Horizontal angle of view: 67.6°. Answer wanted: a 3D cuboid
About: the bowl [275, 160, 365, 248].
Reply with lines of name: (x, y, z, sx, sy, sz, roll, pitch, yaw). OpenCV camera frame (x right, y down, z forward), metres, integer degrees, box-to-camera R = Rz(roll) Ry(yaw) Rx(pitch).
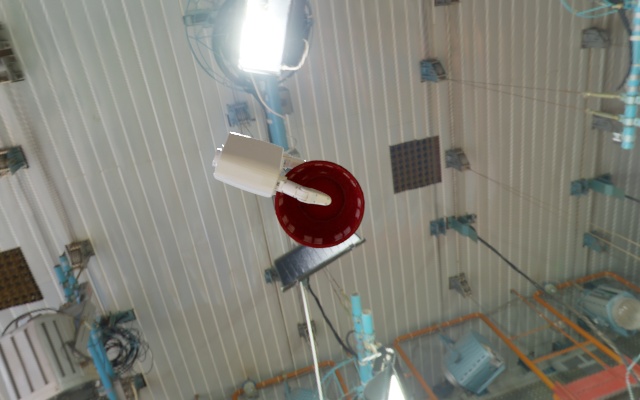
bowl: (0.001, 0.003, 0.871, 0.162, 0.162, 0.055, 0, 13, 5)
